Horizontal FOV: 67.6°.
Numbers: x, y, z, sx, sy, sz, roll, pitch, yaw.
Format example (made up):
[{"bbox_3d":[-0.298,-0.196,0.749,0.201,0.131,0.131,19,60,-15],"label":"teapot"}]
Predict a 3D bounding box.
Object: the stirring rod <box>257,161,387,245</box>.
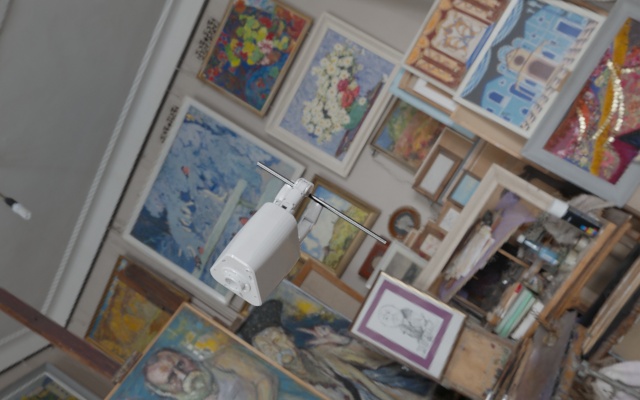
[{"bbox_3d":[0.000,0.003,0.758,0.239,0.011,0.011,32,5,8],"label":"stirring rod"}]
